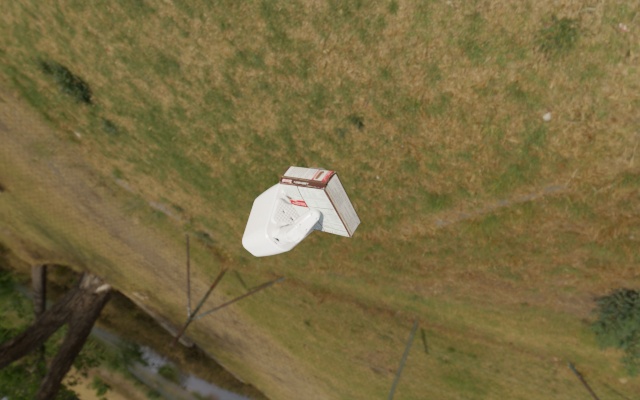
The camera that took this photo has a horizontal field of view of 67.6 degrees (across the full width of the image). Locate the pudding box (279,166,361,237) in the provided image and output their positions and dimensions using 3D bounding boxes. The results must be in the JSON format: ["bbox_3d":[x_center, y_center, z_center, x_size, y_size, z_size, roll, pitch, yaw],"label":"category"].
[{"bbox_3d":[0.000,0.002,0.719,0.090,0.039,0.114,8,-36,37],"label":"pudding box"}]
